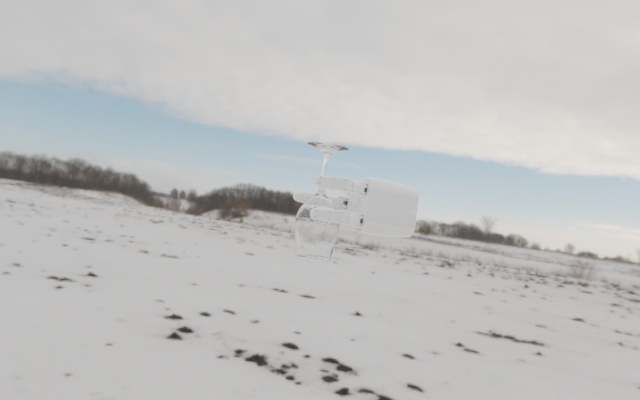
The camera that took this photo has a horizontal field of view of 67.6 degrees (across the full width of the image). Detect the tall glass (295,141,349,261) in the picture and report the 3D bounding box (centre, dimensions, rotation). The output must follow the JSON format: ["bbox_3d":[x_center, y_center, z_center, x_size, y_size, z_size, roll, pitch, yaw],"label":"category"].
[{"bbox_3d":[0.000,0.002,0.837,0.079,0.201,0.079,8,-2,0],"label":"tall glass"}]
